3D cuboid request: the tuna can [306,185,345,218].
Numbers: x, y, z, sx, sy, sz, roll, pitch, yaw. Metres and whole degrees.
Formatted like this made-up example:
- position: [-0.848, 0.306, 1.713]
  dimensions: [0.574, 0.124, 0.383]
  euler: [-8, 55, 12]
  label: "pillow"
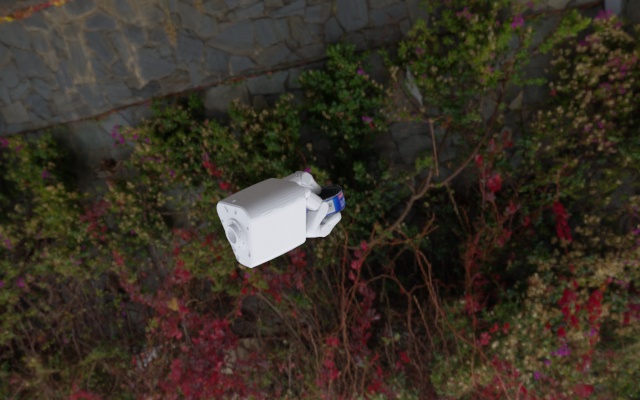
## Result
- position: [0.000, 0.003, 0.851]
  dimensions: [0.086, 0.034, 0.086]
  euler: [-14, 18, 5]
  label: "tuna can"
